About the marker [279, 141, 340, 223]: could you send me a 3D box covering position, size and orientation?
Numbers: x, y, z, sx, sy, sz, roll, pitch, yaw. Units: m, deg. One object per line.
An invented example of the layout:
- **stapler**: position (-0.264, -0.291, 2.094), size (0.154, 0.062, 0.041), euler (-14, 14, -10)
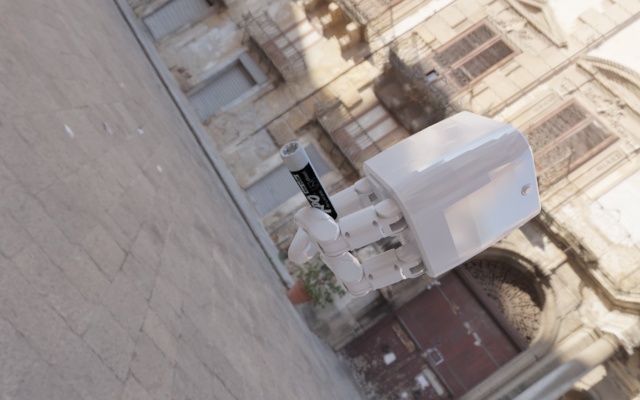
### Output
- **marker**: position (0.000, 0.001, 0.401), size (0.020, 0.020, 0.121), euler (0, -43, 32)
